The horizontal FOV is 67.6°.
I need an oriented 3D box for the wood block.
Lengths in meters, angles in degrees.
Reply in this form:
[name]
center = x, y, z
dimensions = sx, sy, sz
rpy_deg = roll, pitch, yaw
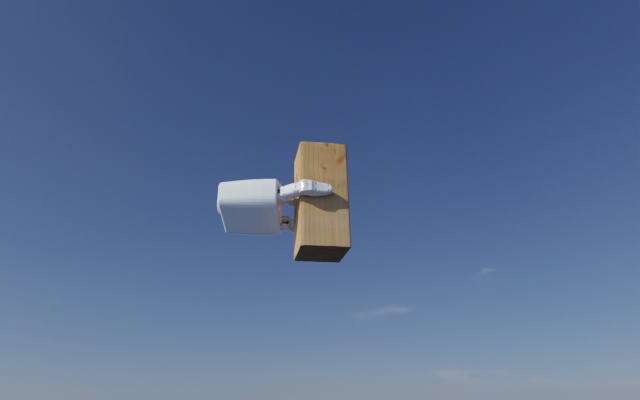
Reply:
[wood block]
center = 0.000, 0.003, 0.890
dimensions = 0.090, 0.206, 0.091
rpy_deg = 3, -25, -10
